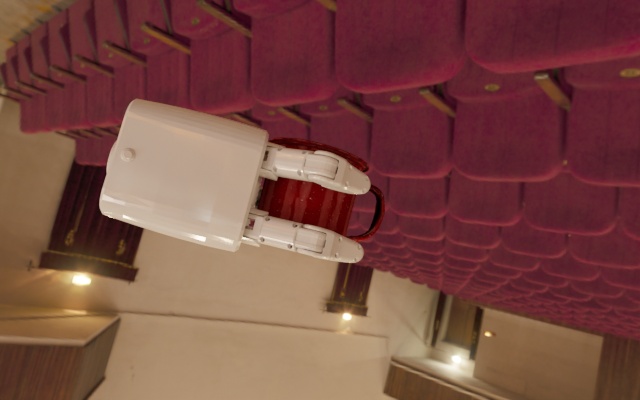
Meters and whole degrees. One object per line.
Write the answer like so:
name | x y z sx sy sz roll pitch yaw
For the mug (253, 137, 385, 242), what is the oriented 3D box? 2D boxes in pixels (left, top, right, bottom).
mug | 0.001 0.002 0.425 0.117 0.081 0.093 16 -7 -10
